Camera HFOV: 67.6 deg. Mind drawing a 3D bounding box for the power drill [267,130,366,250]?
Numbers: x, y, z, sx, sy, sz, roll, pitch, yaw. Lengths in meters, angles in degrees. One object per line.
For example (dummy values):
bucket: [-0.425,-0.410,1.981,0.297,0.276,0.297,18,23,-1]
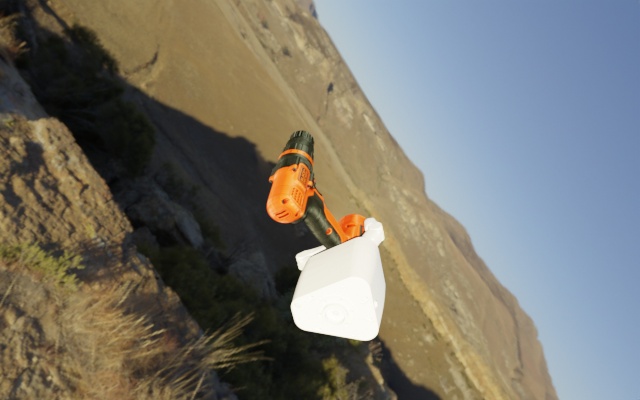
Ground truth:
power drill: [0.000,0.003,0.719,0.057,0.184,0.188,-25,-57,30]
